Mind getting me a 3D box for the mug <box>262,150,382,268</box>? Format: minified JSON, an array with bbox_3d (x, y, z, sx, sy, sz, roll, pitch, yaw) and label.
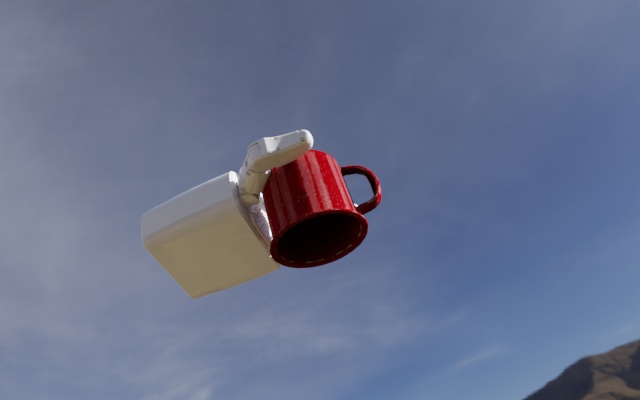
[{"bbox_3d":[0.001,0.001,0.455,0.117,0.081,0.093,-23,-35,6],"label":"mug"}]
